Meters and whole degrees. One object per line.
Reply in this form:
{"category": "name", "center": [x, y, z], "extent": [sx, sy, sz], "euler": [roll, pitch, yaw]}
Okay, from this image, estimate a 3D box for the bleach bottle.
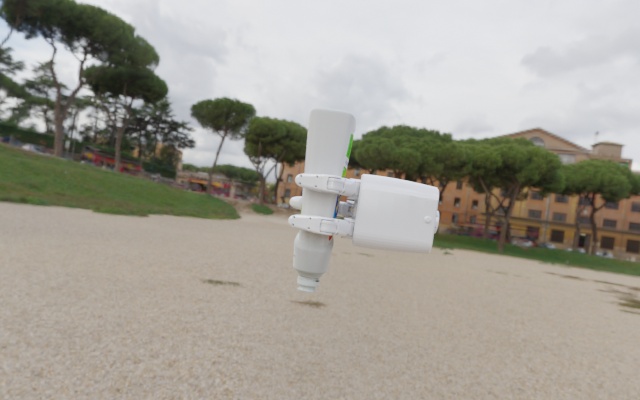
{"category": "bleach bottle", "center": [0.000, 0.002, 0.681], "extent": [0.068, 0.251, 0.102], "euler": [8, -2, 4]}
